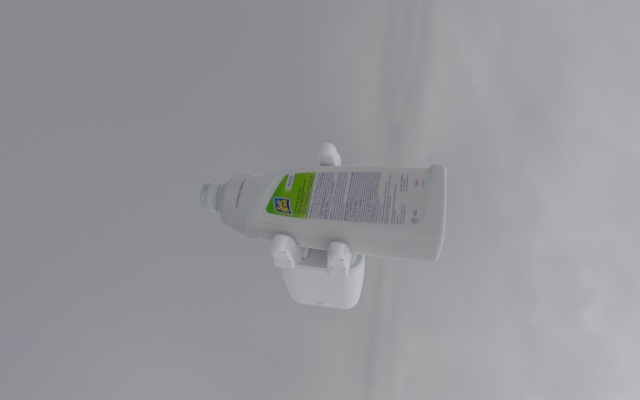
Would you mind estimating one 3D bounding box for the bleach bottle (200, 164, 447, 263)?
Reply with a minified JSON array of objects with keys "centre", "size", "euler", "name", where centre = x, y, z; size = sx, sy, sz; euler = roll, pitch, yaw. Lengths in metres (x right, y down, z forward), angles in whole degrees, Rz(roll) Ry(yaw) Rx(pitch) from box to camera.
[{"centre":[0.000,0.002,0.502],"size":[0.251,0.102,0.068],"euler":[6,-36,8],"name":"bleach bottle"}]
